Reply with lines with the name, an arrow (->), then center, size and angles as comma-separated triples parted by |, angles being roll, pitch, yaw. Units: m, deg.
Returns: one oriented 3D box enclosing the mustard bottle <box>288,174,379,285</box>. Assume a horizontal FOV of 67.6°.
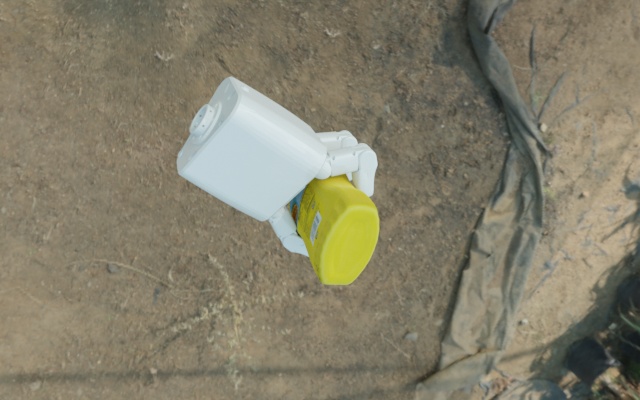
mustard bottle -> 0.000, 0.002, 0.537 | 0.058, 0.096, 0.191 | 5, 27, -22
